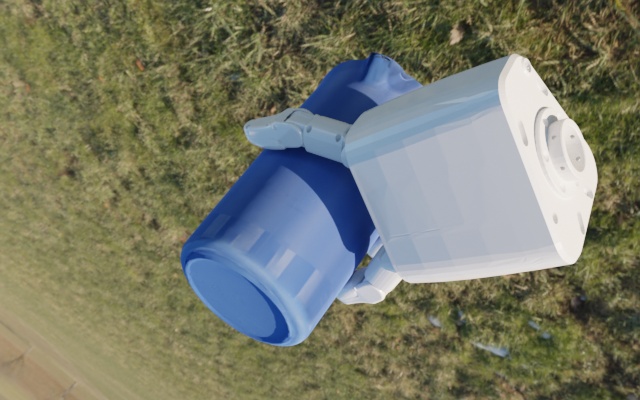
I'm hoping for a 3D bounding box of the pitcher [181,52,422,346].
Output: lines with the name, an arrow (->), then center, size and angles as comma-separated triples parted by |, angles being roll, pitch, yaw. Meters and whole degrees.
pitcher -> 0.000, 0.001, 0.409 | 0.145, 0.149, 0.242 | -14, 30, 46
